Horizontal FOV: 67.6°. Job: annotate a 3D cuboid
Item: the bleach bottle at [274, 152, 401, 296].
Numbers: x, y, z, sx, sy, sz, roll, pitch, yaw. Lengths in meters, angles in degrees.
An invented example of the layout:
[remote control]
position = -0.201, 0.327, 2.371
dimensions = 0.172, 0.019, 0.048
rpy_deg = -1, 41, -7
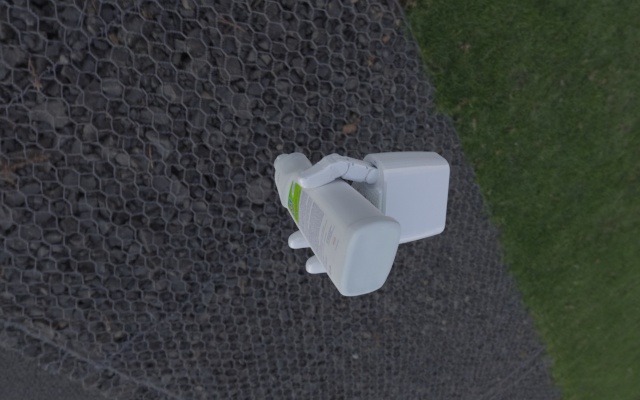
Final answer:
[bleach bottle]
position = 0.000, 0.002, 0.599
dimensions = 0.068, 0.103, 0.250
rpy_deg = -6, 34, -27
